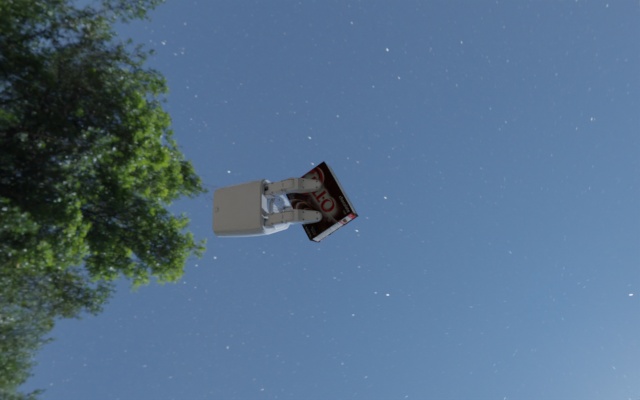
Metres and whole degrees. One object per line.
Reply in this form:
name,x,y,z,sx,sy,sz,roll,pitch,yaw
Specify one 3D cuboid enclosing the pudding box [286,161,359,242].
pudding box,0.000,0.003,0.826,0.090,0.113,0.039,-35,-23,13
